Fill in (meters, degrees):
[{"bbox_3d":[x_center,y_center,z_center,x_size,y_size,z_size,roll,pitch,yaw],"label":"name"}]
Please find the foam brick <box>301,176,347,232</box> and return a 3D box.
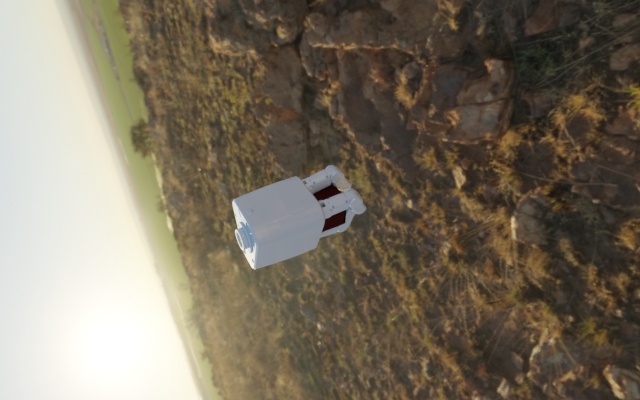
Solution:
[{"bbox_3d":[0.000,0.002,0.753,0.051,0.053,0.078,-19,46,-21],"label":"foam brick"}]
